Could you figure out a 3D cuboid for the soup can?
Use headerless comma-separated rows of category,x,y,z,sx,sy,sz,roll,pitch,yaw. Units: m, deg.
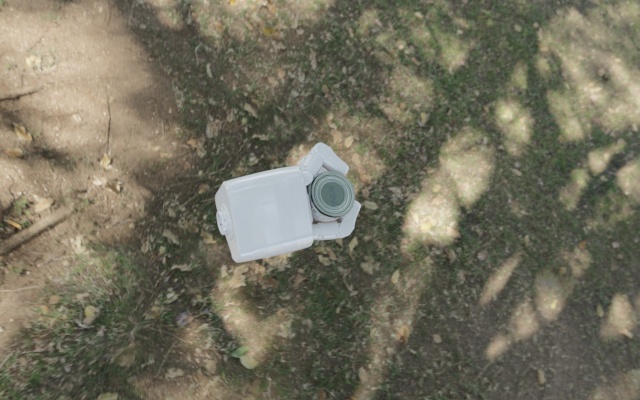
soup can,0.001,0.002,0.698,0.068,0.068,0.102,0,-14,-21
